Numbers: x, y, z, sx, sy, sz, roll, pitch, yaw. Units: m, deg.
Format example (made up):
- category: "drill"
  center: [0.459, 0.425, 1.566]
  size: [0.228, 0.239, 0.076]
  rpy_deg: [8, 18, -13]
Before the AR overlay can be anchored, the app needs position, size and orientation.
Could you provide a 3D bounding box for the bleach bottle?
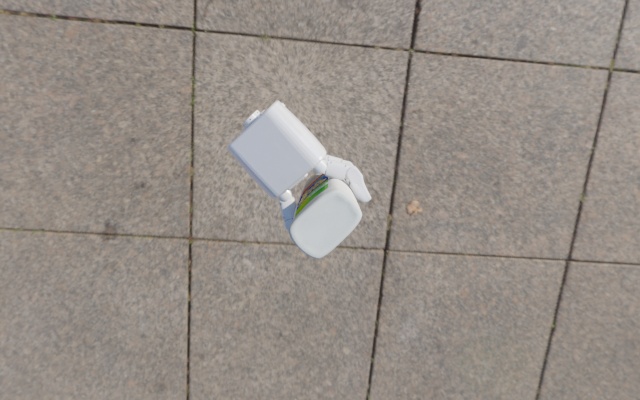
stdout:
- category: "bleach bottle"
  center: [0.000, 0.002, 0.755]
  size: [0.102, 0.068, 0.250]
  rpy_deg: [-43, 12, 6]
